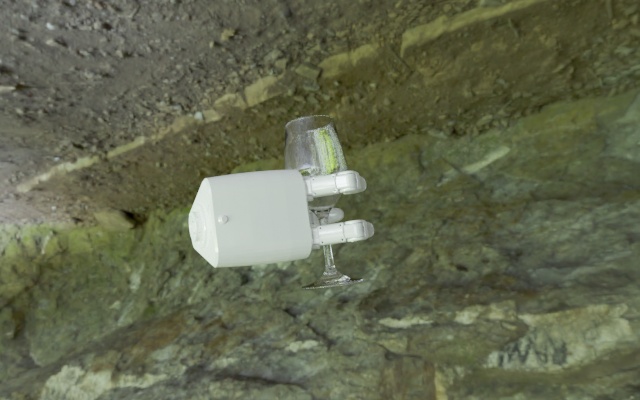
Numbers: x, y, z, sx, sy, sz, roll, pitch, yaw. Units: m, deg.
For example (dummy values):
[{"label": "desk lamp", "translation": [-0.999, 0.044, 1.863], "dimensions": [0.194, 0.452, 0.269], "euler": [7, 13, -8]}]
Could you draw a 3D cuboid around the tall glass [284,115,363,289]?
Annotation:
[{"label": "tall glass", "translation": [0.000, 0.003, 0.579], "dimensions": [0.079, 0.201, 0.079], "euler": [-8, -6, -1]}]
